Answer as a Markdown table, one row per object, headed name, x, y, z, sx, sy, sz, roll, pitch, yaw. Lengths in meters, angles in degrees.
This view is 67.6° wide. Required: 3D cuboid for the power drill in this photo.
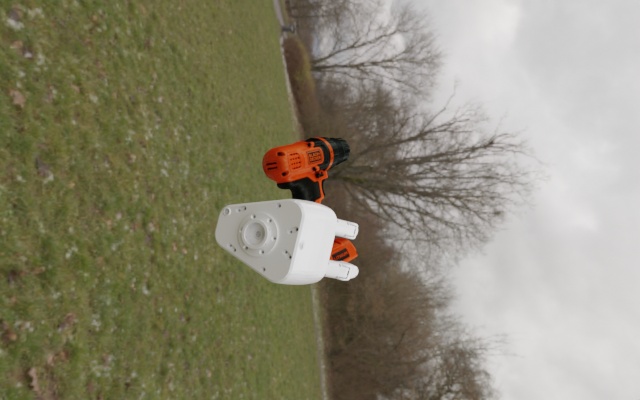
| name | x | y | z | sx | sy | sz | roll | pitch | yaw |
| --- | --- | --- | --- | --- | --- | --- | --- | --- | --- |
| power drill | 0.000 | 0.003 | 0.695 | 0.057 | 0.187 | 0.184 | -9 | 7 | 37 |
